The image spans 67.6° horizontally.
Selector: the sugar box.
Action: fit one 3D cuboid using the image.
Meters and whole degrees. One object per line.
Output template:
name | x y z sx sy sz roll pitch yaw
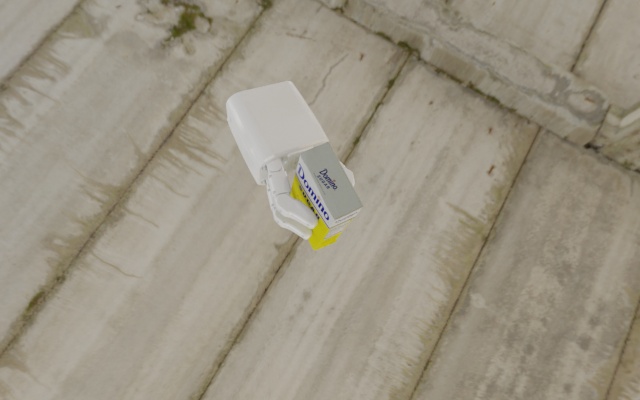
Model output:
sugar box | 0.000 0.002 0.636 0.048 0.093 0.176 -25 -13 -13
